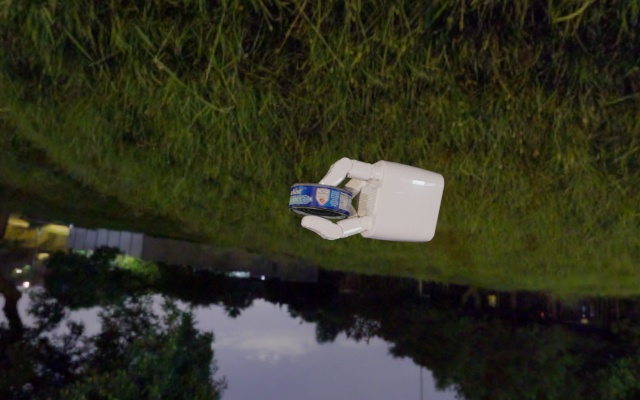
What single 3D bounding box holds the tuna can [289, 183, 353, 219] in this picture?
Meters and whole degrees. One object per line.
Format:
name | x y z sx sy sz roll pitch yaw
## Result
tuna can | 0.000 0.003 0.657 0.086 0.033 0.086 8 -10 1
